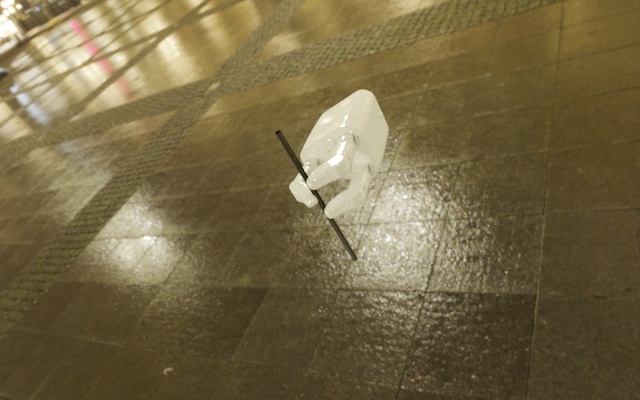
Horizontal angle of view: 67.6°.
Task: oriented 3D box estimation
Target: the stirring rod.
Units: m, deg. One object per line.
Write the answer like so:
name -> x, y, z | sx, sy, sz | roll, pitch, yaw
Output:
stirring rod -> 0.000, 0.002, 0.650 | 0.011, 0.240, 0.011 | -21, 35, 15
